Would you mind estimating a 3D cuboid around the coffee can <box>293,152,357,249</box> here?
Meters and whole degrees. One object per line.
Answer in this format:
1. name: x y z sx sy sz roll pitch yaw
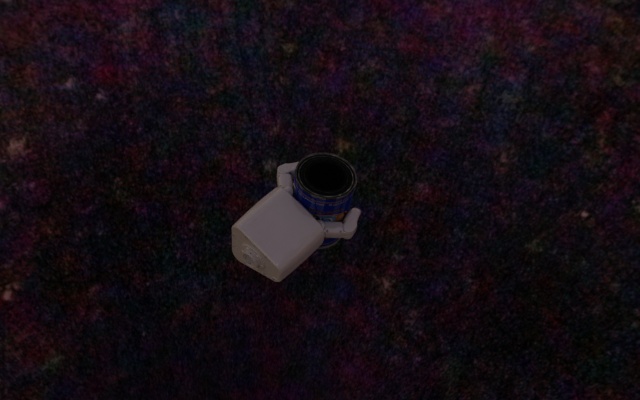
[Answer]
1. coffee can: 0.000 0.003 0.822 0.103 0.102 0.140 0 -40 -10
